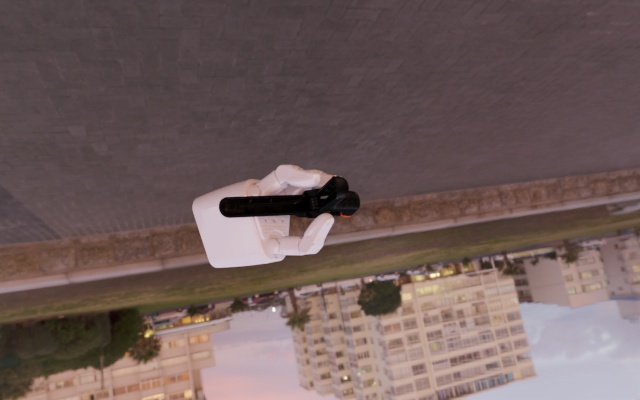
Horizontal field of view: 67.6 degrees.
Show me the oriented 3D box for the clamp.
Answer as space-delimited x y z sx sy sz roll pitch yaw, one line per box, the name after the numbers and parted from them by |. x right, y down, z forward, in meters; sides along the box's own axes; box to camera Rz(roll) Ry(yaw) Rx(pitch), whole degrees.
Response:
0.000 0.003 0.610 0.164 0.036 0.210 -10 -8 32 | clamp
